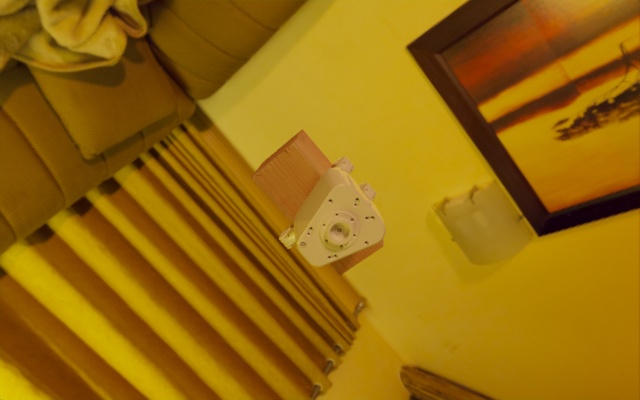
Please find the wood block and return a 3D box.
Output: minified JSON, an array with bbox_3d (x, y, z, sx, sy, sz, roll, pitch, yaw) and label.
[{"bbox_3d":[0.000,0.003,0.748,0.091,0.206,0.090,-37,13,18],"label":"wood block"}]
